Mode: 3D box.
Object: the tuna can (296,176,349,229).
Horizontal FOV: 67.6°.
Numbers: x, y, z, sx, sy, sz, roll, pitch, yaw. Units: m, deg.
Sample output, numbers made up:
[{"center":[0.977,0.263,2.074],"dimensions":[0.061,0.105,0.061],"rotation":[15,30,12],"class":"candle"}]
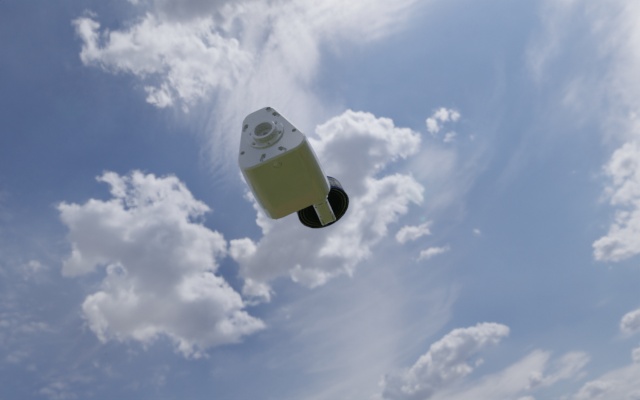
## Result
[{"center":[0.000,0.002,0.763],"dimensions":[0.086,0.086,0.033],"rotation":[0,40,-25],"class":"tuna can"}]
